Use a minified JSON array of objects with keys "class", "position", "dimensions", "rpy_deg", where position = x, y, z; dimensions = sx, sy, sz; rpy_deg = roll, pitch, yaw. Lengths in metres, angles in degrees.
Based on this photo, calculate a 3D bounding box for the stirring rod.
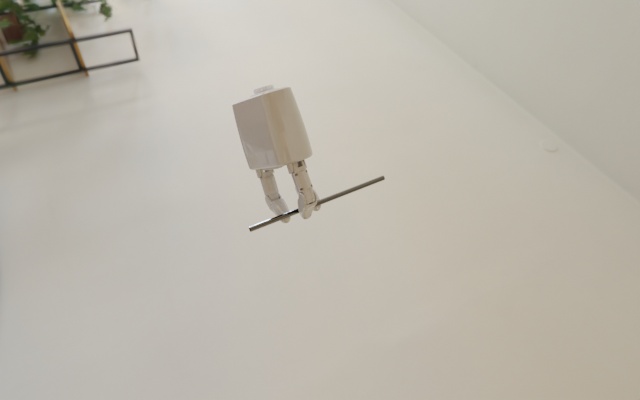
[{"class":"stirring rod","position":[0.000,0.002,0.748],"dimensions":[0.239,0.011,0.011],"rpy_deg":[-21,8,-21]}]
